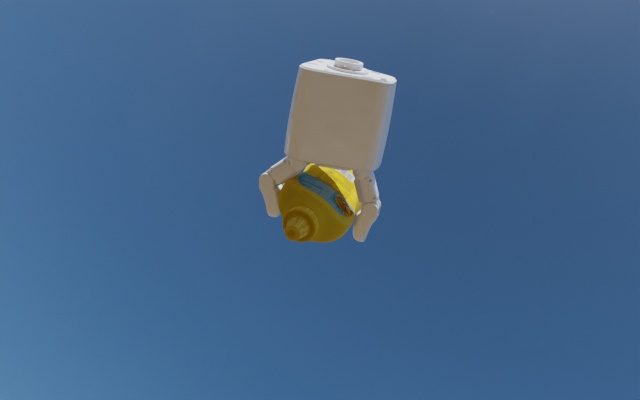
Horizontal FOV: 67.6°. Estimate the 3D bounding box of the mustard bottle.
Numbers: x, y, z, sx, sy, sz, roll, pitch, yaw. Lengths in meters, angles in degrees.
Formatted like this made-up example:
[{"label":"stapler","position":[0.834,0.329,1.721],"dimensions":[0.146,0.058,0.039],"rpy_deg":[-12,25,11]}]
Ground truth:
[{"label":"mustard bottle","position":[0.000,0.002,0.598],"dimensions":[0.096,0.058,0.191],"rpy_deg":[39,28,2]}]
